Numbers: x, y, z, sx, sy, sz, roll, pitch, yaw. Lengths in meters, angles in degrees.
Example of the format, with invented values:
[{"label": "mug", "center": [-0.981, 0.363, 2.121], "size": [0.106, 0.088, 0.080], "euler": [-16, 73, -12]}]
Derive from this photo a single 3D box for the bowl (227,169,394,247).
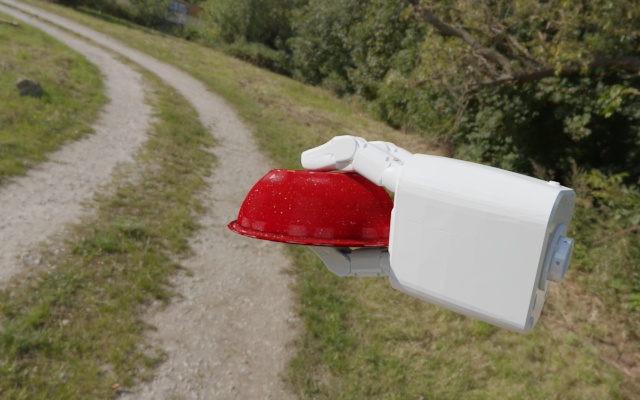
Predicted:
[{"label": "bowl", "center": [-0.001, 0.001, 0.429], "size": [0.162, 0.055, 0.162], "euler": [3, 4, 0]}]
